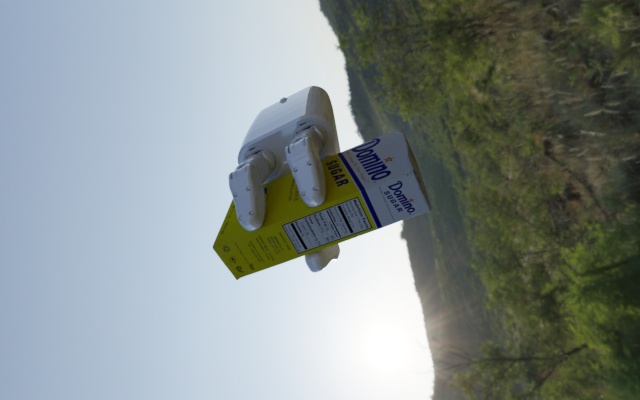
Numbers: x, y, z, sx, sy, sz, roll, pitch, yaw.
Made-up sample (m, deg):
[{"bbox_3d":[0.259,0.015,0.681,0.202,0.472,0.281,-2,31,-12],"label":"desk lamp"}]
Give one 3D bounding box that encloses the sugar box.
[{"bbox_3d":[0.000,0.001,0.415,0.176,0.048,0.093,-24,26,14],"label":"sugar box"}]
